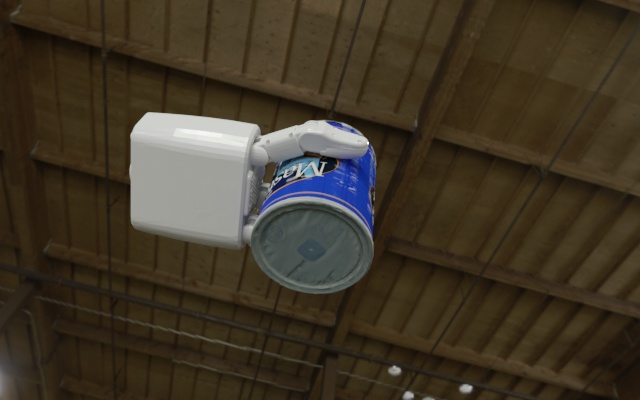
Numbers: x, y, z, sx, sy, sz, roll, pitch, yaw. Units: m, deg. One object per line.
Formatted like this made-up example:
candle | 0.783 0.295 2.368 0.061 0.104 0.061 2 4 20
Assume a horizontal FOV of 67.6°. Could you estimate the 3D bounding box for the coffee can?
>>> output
coffee can | 0.000 0.002 0.449 0.103 0.103 0.140 0 36 8
